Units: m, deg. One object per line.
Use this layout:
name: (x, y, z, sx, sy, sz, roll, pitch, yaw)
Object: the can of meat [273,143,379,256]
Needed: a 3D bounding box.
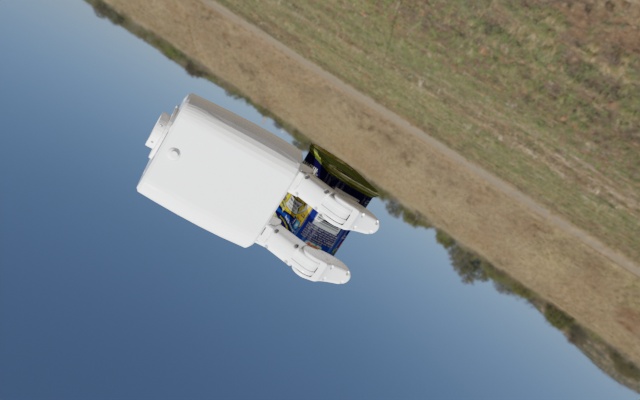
can of meat: (0.000, 0.002, 0.468, 0.057, 0.084, 0.102, 28, 11, -25)
